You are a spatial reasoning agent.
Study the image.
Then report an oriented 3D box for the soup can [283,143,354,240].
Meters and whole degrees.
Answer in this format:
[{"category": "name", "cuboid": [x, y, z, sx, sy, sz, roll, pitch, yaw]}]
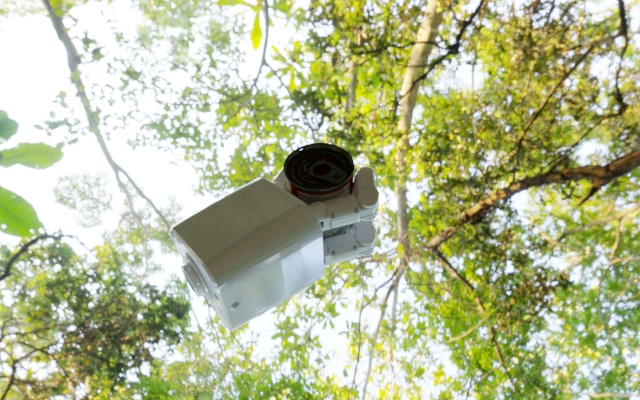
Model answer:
[{"category": "soup can", "cuboid": [0.000, 0.002, 0.490, 0.068, 0.068, 0.102, 0, -44, 3]}]
